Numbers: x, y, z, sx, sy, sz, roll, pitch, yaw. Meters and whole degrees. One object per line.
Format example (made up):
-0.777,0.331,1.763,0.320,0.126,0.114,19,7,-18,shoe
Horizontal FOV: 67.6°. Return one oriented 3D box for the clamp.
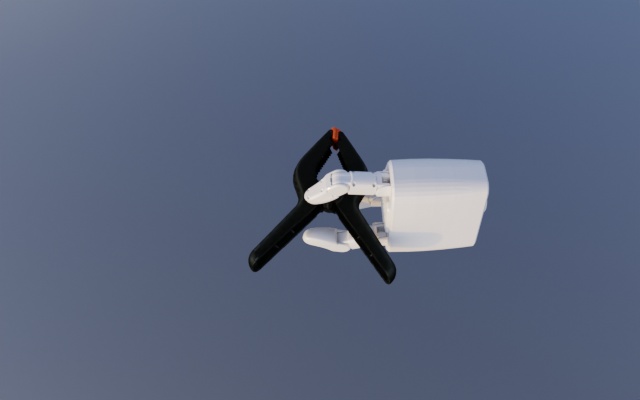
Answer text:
0.000,0.001,0.575,0.164,0.209,0.036,-1,-31,-1,clamp
